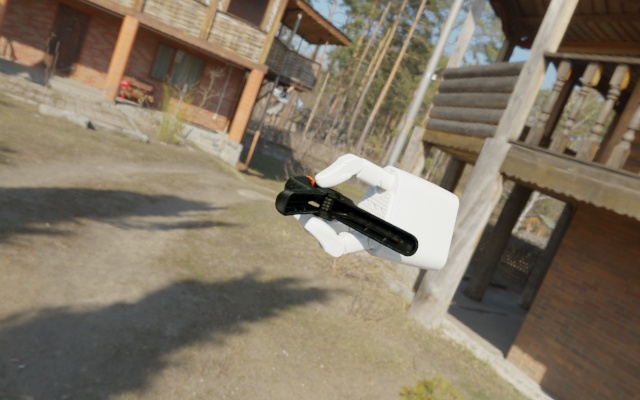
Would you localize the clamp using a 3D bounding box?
[{"bbox_3d":[0.000,0.001,0.566,0.164,0.036,0.210,20,8,-26],"label":"clamp"}]
